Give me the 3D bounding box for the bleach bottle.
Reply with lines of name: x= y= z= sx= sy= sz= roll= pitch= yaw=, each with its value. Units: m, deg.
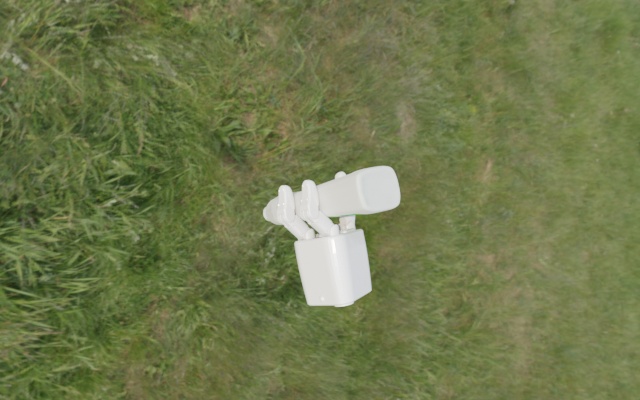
bleach bottle: x=0.000 y=0.003 z=0.785 sx=0.251 sy=0.068 sz=0.102 roll=-13 pitch=-2 yaw=44
